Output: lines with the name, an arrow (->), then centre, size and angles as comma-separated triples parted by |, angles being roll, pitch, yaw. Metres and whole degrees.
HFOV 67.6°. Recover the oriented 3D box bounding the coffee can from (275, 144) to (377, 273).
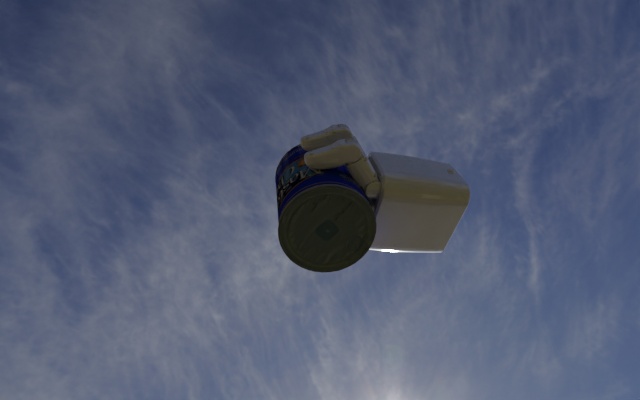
coffee can -> 0.000, 0.002, 0.553 | 0.103, 0.103, 0.140 | 0, 26, -7
